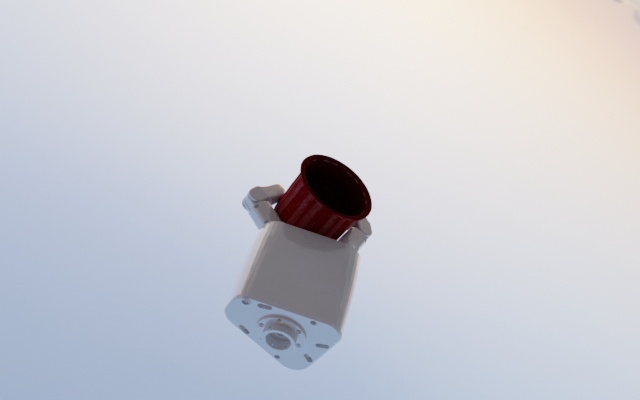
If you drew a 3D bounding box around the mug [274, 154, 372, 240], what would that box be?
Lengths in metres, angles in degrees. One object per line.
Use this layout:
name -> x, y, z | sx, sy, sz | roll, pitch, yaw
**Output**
mug -> 0.000, 0.001, 0.554 | 0.093, 0.081, 0.117 | 33, 36, -10
